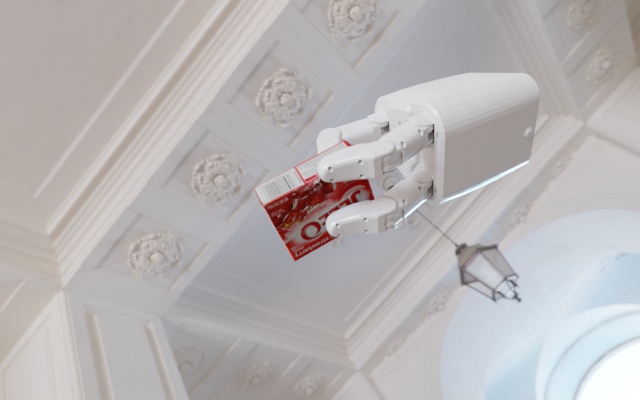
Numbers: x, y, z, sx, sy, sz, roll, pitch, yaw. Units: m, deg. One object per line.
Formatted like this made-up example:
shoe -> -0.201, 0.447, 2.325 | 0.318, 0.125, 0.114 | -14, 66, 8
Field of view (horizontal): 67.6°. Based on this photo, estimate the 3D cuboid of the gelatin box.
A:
gelatin box -> 0.000, 0.001, 0.405 | 0.089, 0.073, 0.030 | -28, 42, -4
